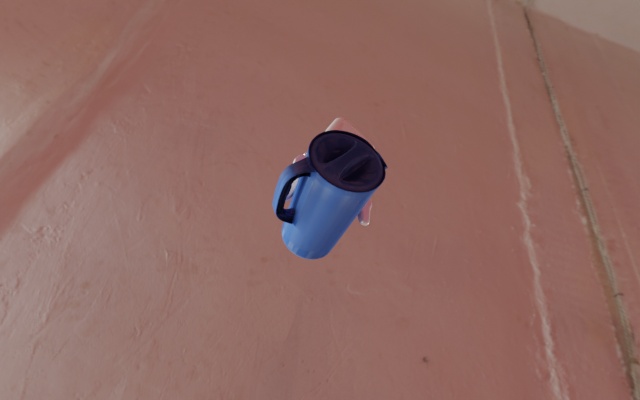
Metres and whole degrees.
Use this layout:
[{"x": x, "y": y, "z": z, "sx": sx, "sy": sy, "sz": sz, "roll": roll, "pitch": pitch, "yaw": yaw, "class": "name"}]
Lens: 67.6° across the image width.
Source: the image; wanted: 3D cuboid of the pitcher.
[{"x": 0.000, "y": 0.003, "z": 0.849, "sx": 0.149, "sy": 0.145, "sz": 0.243, "roll": 28, "pitch": -42, "yaw": 1, "class": "pitcher"}]
